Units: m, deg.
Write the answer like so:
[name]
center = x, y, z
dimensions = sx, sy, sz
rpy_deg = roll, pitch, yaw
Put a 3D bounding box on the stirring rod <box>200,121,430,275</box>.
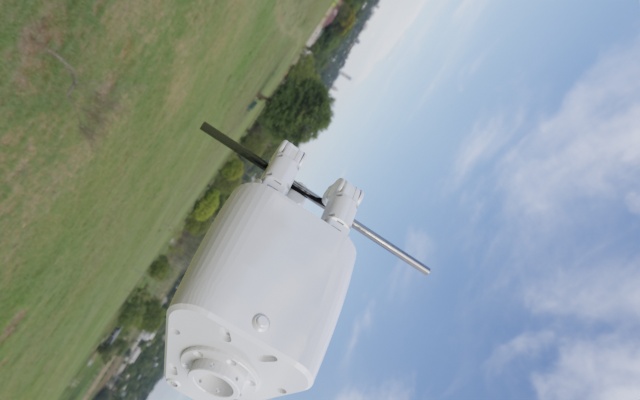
[stirring rod]
center = 0.000, 0.001, 0.422
dimensions = 0.239, 0.011, 0.011
rpy_deg = 33, -7, -10
